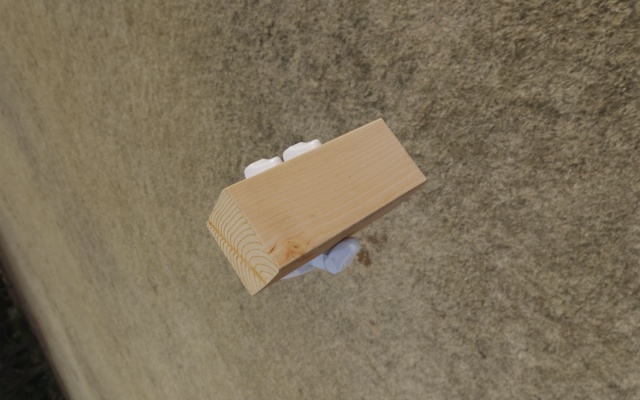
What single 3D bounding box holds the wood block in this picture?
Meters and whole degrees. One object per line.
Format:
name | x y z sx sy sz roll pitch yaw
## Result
wood block | 0.000 0.002 0.501 0.206 0.091 0.090 -29 -10 -33
